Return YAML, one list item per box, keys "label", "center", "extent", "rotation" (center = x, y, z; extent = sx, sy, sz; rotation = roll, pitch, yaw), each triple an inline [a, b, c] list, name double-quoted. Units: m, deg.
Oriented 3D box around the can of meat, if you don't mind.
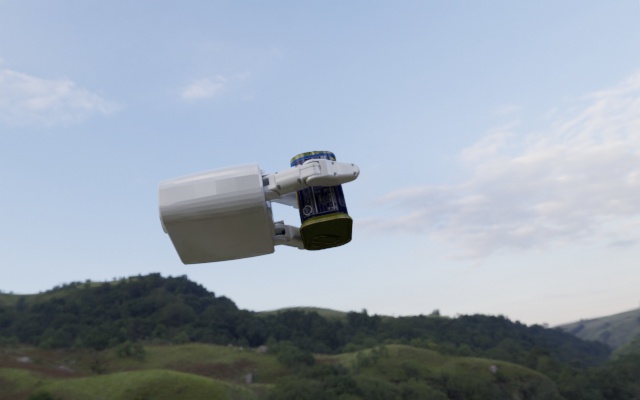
- label: "can of meat"
  center: [0.000, 0.001, 0.544]
  extent: [0.057, 0.084, 0.102]
  rotation: [-11, -22, -1]
